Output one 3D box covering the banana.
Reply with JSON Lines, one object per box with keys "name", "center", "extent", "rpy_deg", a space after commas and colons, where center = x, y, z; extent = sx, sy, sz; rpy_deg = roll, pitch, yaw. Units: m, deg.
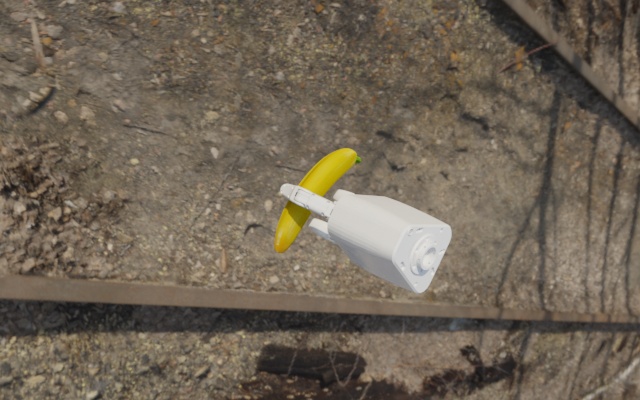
{"name": "banana", "center": [-0.004, -0.012, 0.674], "extent": [0.037, 0.197, 0.070], "rpy_deg": [26, -26, 38]}
